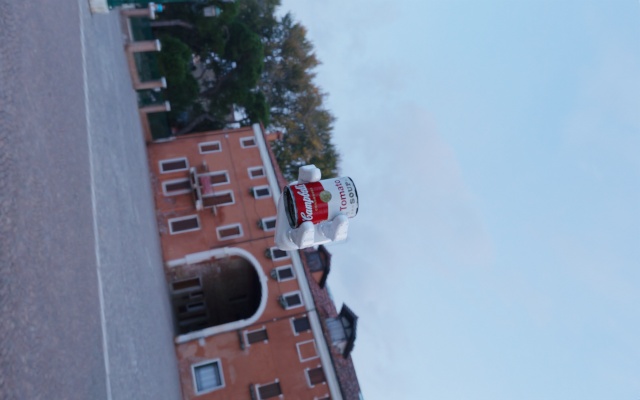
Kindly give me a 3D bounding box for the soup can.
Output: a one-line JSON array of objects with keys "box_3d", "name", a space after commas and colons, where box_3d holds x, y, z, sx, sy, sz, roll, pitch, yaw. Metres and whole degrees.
[{"box_3d": [0.000, 0.002, 0.739, 0.102, 0.068, 0.068, -10, 3, -16], "name": "soup can"}]
